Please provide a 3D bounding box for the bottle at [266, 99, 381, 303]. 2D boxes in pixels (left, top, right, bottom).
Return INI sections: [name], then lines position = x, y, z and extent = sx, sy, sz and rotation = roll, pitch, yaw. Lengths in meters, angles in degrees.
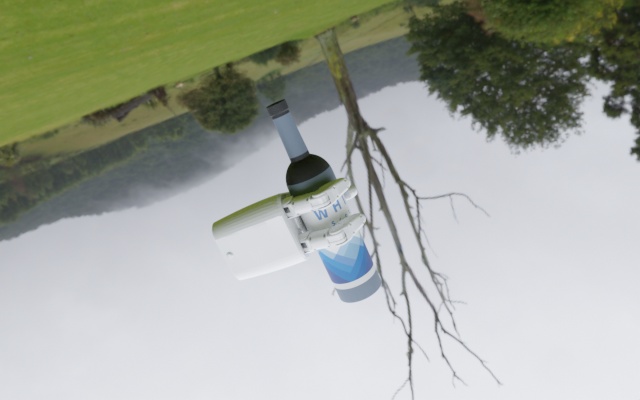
[bottle]
position = 0.000, 0.002, 0.661
extent = 0.069, 0.296, 0.069
rotation = -23, 16, 7
